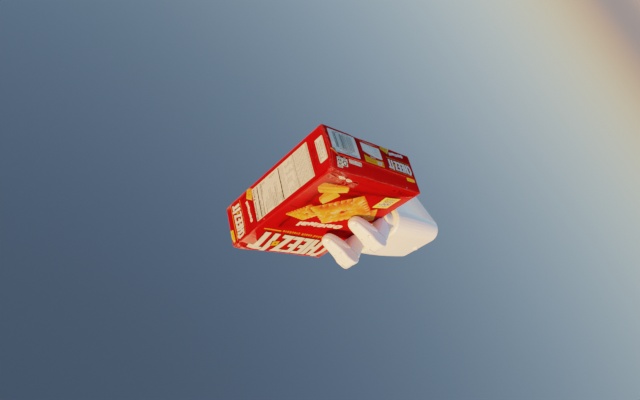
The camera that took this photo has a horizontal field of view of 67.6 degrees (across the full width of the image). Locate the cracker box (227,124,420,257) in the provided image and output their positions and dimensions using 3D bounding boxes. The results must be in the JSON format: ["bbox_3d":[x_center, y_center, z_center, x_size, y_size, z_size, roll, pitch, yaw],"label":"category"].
[{"bbox_3d":[0.000,0.002,0.653,0.164,0.072,0.214,13,-38,-40],"label":"cracker box"}]
